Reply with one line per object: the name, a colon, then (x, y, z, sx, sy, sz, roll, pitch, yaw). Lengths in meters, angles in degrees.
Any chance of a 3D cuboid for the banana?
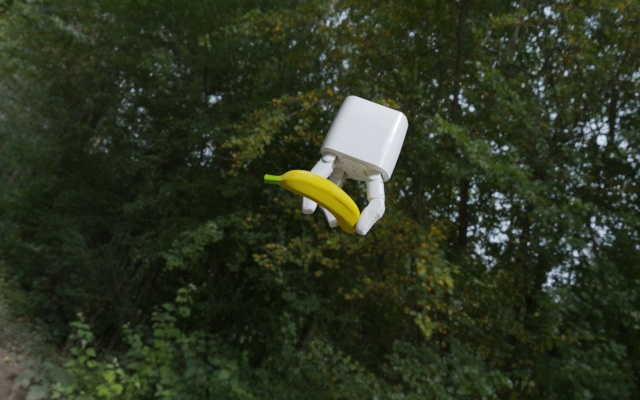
banana: (0.011, 0.001, 0.694, 0.069, 0.037, 0.198, 3, -24, 46)
